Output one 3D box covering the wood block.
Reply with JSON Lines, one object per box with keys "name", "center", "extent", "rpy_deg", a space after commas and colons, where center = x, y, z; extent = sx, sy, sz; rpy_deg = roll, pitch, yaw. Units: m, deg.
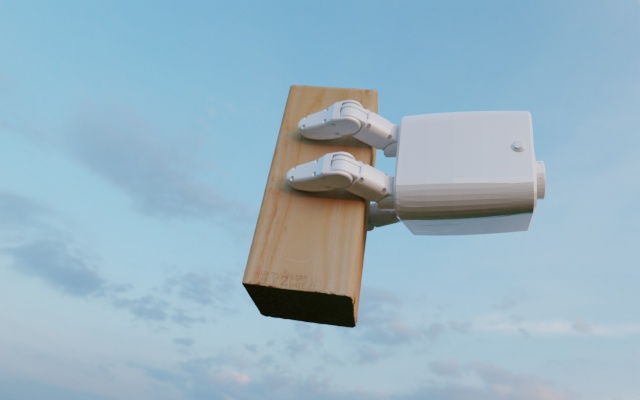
{"name": "wood block", "center": [0.001, 0.002, 0.448], "extent": [0.090, 0.206, 0.091], "rpy_deg": [5, -30, 9]}
